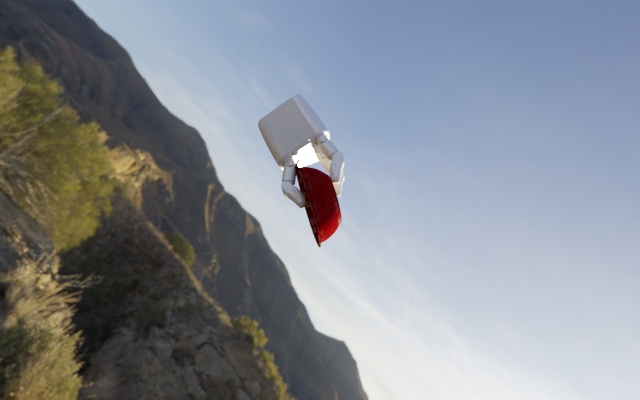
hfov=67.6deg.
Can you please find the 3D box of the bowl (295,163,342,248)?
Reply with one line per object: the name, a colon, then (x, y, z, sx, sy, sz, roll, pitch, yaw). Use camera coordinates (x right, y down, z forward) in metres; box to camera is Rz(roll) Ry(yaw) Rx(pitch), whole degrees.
bowl: (0.001, 0.004, 0.885, 0.055, 0.162, 0.162, -16, 1, -5)
